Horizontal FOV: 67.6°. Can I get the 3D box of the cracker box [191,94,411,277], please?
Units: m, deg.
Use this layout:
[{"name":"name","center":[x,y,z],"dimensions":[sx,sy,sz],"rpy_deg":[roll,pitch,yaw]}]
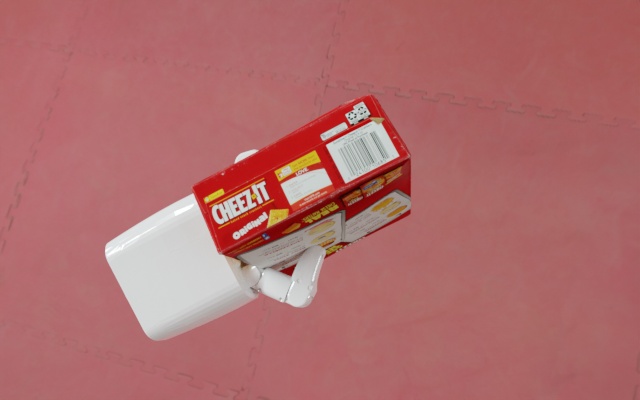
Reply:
[{"name":"cracker box","center":[0.000,0.002,0.462],"dimensions":[0.164,0.072,0.214],"rpy_deg":[-28,-16,3]}]
